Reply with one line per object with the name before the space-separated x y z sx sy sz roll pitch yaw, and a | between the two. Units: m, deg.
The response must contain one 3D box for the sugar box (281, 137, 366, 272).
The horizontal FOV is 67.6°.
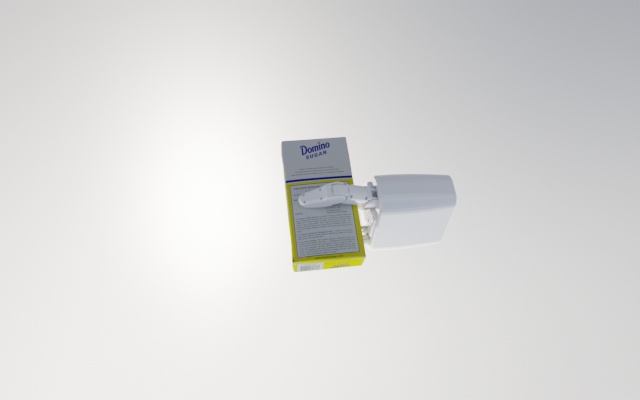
sugar box | 0.000 0.002 0.638 0.093 0.176 0.048 -4 -26 -6
